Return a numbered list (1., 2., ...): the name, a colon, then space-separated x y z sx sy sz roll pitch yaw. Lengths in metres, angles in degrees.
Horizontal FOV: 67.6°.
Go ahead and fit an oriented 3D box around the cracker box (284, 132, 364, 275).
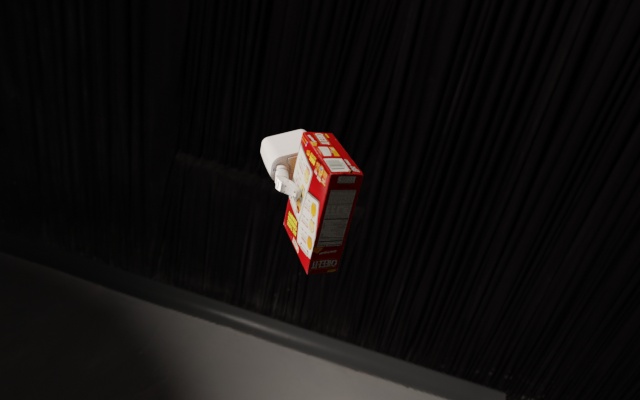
1. cracker box: 0.000 0.003 0.891 0.072 0.214 0.164 -1 33 -22
